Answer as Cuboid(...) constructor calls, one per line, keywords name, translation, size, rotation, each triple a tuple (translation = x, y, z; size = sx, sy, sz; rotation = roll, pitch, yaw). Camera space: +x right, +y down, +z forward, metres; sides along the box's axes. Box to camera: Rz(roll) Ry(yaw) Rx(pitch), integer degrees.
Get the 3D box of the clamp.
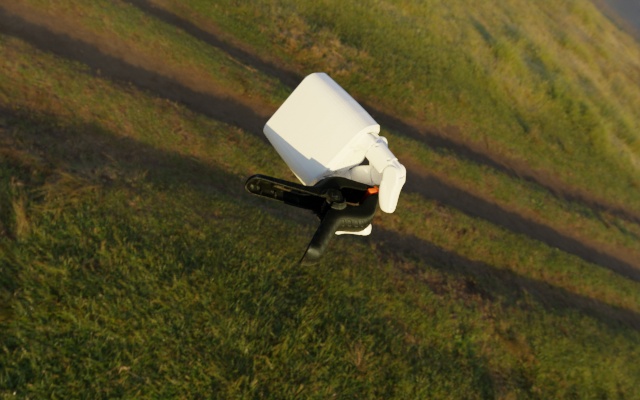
Cuboid(name="clamp", translation=(0.001, 0.001, 0.540), size=(0.171, 0.120, 0.039), rotation=(-21, -24, -51))
